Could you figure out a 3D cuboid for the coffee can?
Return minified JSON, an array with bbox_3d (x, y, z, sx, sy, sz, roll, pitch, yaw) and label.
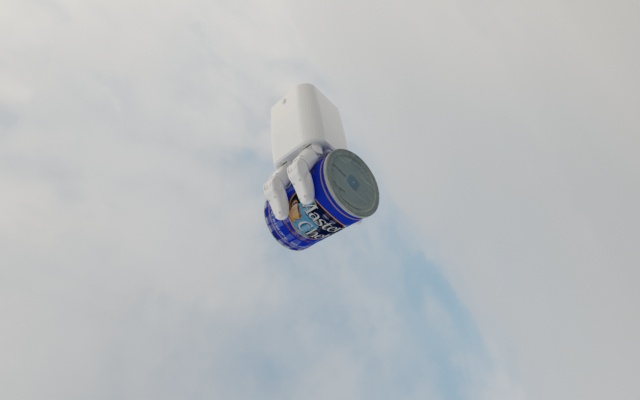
[{"bbox_3d":[0.000,0.002,0.695,0.103,0.102,0.140,0,-24,-46],"label":"coffee can"}]
